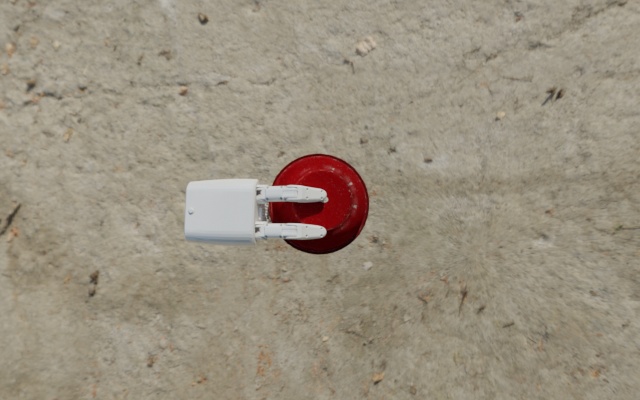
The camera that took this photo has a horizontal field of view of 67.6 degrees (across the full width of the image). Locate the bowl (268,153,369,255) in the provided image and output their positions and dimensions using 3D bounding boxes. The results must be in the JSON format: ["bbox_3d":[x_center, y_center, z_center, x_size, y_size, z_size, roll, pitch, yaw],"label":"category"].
[{"bbox_3d":[0.001,0.002,0.734,0.162,0.162,0.055,0,-6,-5],"label":"bowl"}]
